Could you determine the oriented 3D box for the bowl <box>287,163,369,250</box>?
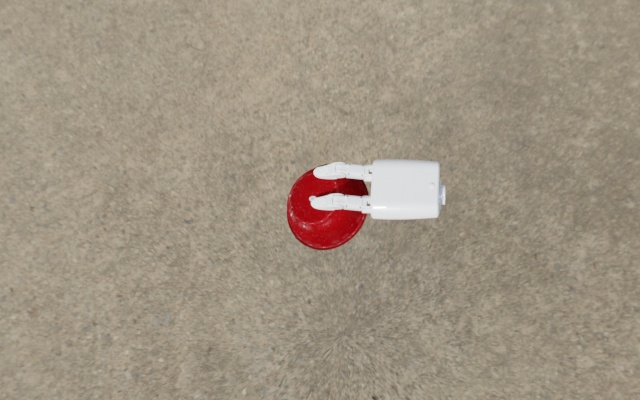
[{"bbox_3d":[-0.001,0.003,0.834,0.162,0.162,0.055,0,-16,26],"label":"bowl"}]
